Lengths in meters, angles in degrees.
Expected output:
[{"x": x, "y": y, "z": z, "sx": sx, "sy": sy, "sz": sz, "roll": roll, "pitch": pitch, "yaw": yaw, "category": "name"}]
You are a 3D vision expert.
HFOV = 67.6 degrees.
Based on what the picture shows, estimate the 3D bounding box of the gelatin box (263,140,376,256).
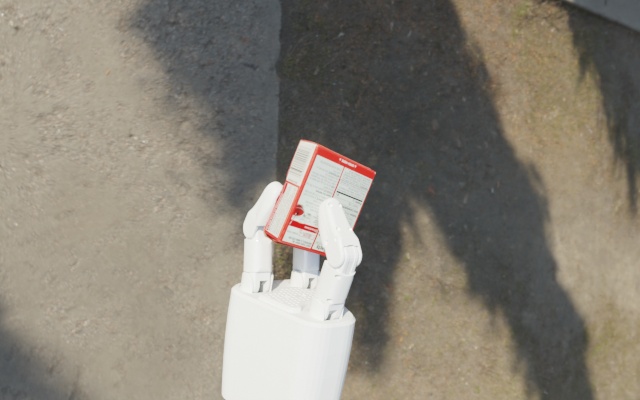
[{"x": 0.000, "y": 0.001, "z": 0.418, "sx": 0.073, "sy": 0.089, "sz": 0.030, "roll": 20, "pitch": 3, "yaw": -38, "category": "gelatin box"}]
